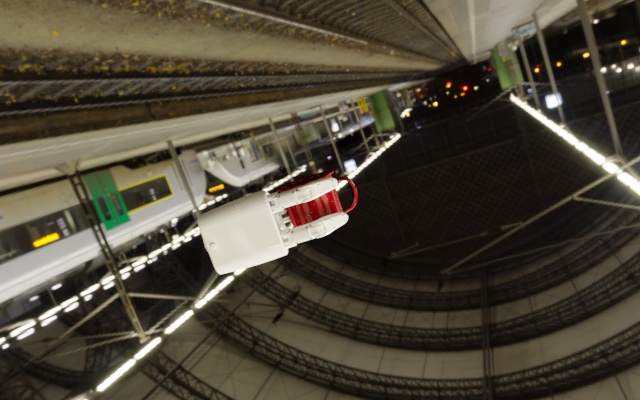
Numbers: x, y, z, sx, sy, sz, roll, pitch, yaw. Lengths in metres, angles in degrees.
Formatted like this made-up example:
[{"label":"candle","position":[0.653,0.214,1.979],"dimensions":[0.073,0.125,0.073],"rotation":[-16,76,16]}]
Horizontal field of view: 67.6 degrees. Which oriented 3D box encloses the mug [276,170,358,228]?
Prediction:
[{"label":"mug","position":[0.002,0.002,0.735],"dimensions":[0.117,0.081,0.093],"rotation":[-18,8,3]}]
